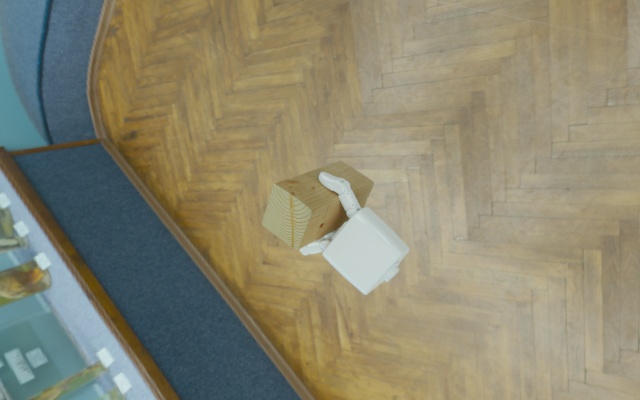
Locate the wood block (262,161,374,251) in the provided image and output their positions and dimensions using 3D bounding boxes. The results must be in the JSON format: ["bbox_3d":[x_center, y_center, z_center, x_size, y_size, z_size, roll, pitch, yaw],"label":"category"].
[{"bbox_3d":[0.000,0.003,0.889,0.090,0.091,0.206,35,32,23],"label":"wood block"}]
